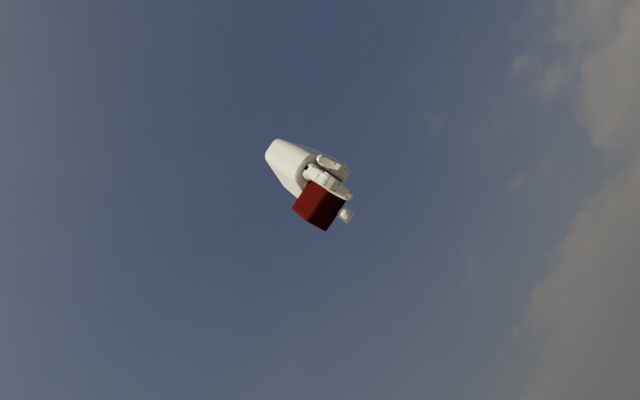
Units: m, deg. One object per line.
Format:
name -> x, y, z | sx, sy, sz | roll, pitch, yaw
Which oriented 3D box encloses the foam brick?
foam brick -> 0.000, 0.003, 0.805 | 0.051, 0.078, 0.053 | 32, -2, 44
